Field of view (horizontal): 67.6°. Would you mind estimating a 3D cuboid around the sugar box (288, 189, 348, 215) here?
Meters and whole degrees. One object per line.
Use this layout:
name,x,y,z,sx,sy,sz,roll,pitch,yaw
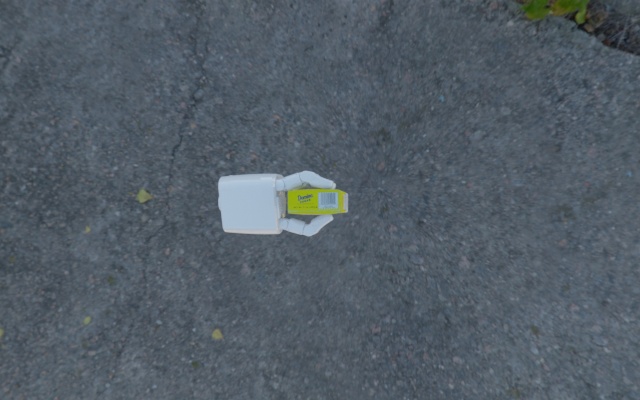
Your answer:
sugar box,0.000,0.002,0.890,0.093,0.048,0.176,0,1,7
